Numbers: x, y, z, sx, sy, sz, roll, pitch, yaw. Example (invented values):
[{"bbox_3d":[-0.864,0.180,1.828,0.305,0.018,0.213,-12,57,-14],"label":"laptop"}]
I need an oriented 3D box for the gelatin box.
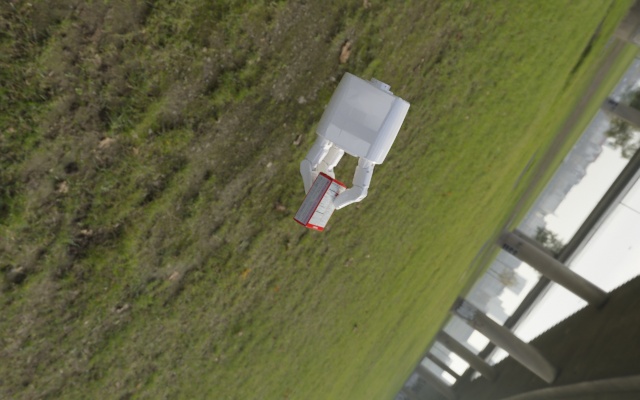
[{"bbox_3d":[0.000,0.003,0.778,0.030,0.089,0.073,30,3,22],"label":"gelatin box"}]
